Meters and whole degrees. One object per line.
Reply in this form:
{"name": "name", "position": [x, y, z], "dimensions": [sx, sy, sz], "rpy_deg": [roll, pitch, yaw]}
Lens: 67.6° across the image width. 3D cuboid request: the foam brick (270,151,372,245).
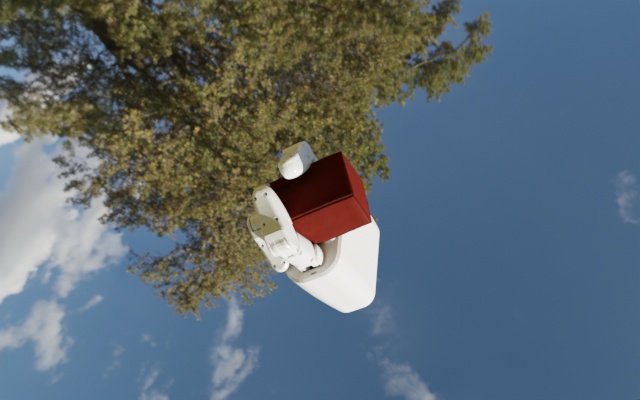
{"name": "foam brick", "position": [0.000, 0.001, 0.437], "dimensions": [0.078, 0.053, 0.051], "rpy_deg": [-23, -39, 17]}
